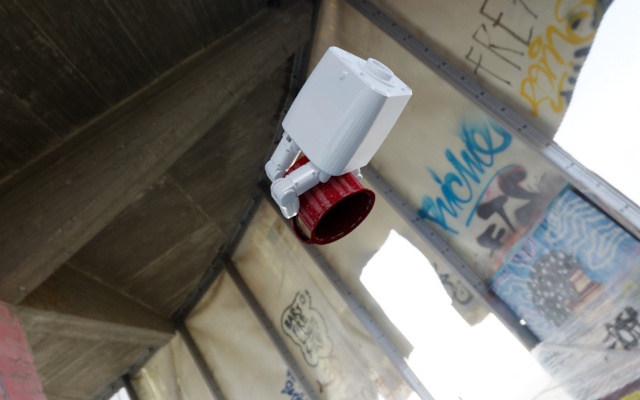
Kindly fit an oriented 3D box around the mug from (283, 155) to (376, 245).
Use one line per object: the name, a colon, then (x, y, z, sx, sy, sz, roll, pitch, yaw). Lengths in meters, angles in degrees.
mug: (-0.001, 0.003, 0.586, 0.093, 0.117, 0.081, -6, 48, -46)
